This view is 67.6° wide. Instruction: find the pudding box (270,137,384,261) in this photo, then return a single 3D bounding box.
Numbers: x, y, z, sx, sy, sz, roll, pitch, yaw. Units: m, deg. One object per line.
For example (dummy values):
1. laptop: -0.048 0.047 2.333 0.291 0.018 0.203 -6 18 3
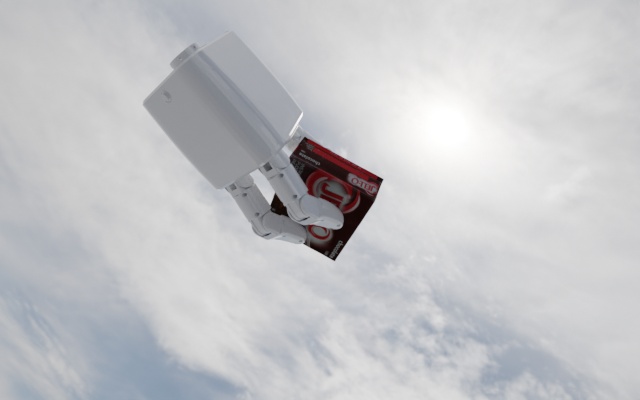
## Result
1. pudding box: 0.000 0.001 0.488 0.090 0.039 0.114 29 -42 1
